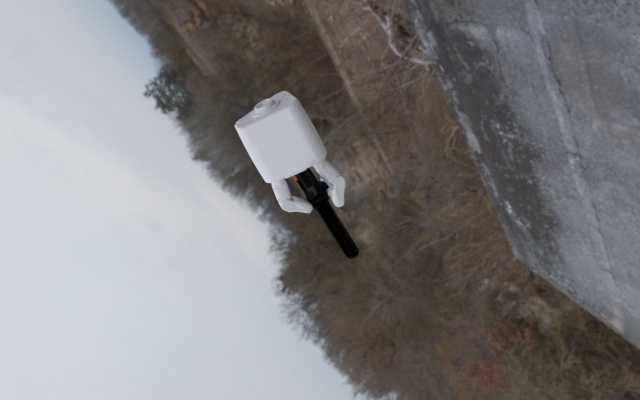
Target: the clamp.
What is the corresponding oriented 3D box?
[{"bbox_3d":[-0.001,0.003,0.843,0.036,0.165,0.210,-29,29,-6],"label":"clamp"}]
